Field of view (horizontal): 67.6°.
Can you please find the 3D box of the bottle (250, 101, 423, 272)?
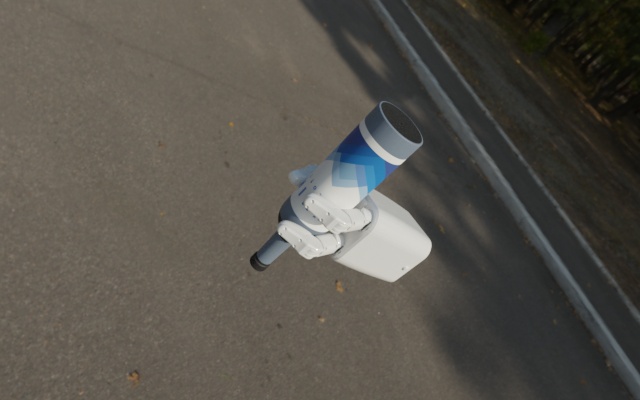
[{"bbox_3d":[0.000,0.002,0.605,0.069,0.069,0.296,0,-37,-50],"label":"bottle"}]
